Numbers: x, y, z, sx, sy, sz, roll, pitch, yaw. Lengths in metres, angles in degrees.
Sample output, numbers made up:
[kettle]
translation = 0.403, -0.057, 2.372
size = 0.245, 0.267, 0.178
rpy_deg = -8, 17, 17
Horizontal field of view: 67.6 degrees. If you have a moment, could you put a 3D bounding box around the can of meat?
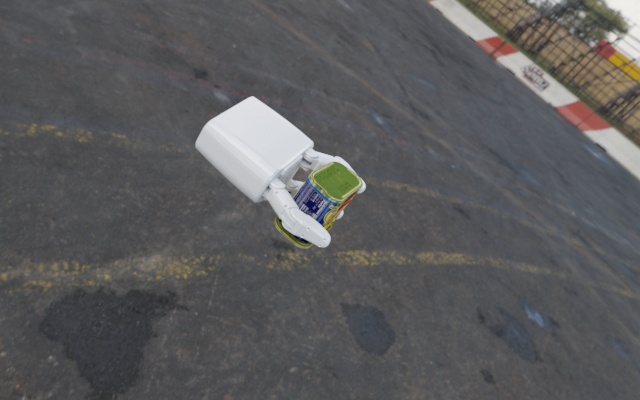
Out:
[can of meat]
translation = 0.000, 0.002, 0.610
size = 0.057, 0.084, 0.102
rpy_deg = 41, 29, 8
